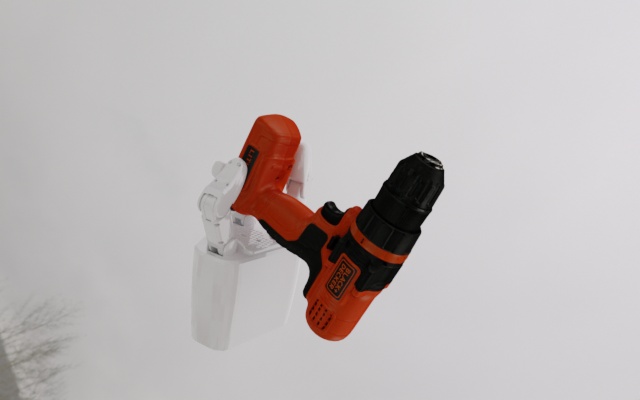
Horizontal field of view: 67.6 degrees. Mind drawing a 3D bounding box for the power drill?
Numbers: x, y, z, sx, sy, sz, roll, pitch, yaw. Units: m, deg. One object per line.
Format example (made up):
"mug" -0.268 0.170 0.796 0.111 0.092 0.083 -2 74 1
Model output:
"power drill" 0.000 0.001 0.423 0.057 0.184 0.187 1 36 -49
